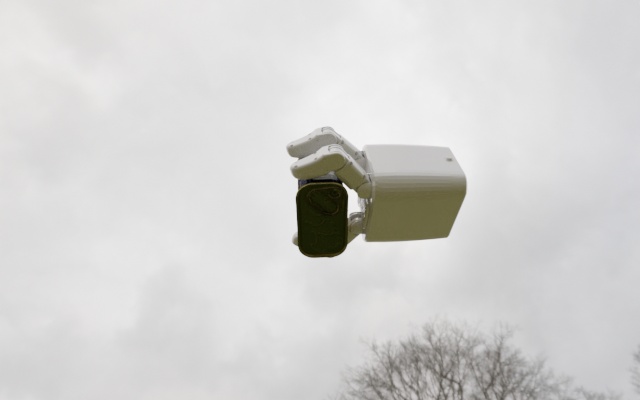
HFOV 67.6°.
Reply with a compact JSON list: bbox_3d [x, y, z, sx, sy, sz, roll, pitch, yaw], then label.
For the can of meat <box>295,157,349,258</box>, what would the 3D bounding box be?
[{"bbox_3d":[0.000,0.002,0.563,0.057,0.102,0.084,-3,34,-2],"label":"can of meat"}]
